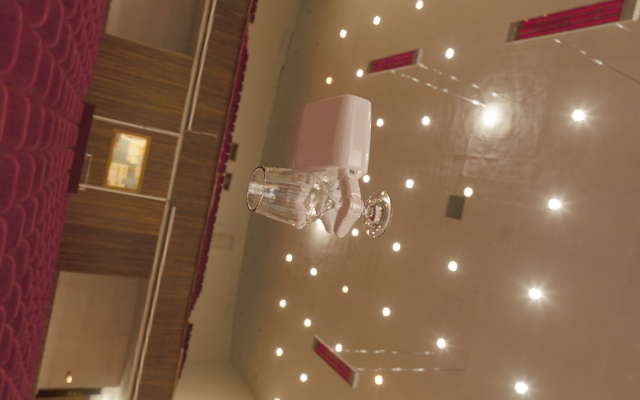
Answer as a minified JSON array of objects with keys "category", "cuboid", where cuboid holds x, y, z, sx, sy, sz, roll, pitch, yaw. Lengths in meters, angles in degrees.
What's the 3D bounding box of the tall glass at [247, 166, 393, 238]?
[{"category":"tall glass","cuboid":[0.001,0.002,0.677,0.201,0.079,0.079,11,-5,-28]}]
